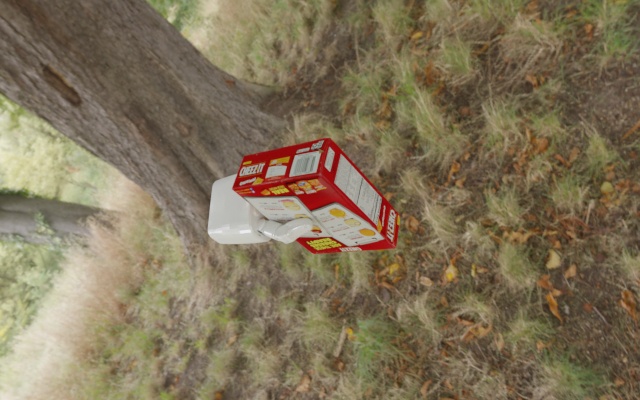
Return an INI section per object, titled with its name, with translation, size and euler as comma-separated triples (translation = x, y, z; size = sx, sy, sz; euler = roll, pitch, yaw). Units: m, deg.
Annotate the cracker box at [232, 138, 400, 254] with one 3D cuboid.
[cracker box]
translation = 0.000, 0.002, 0.726
size = 0.164, 0.072, 0.214
euler = -8, -35, 36
